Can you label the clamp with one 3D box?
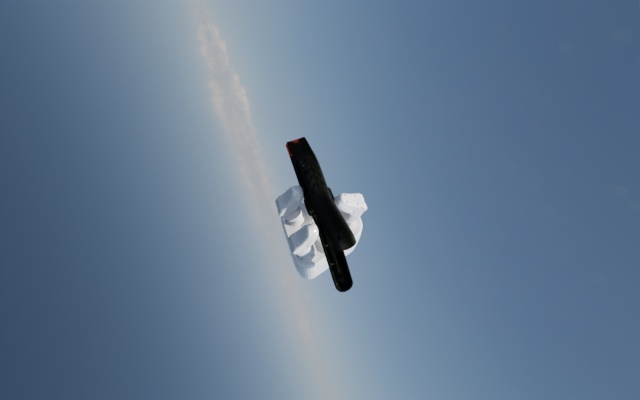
[{"bbox_3d":[0.001,0.001,0.602,0.036,0.210,0.165,-18,-20,-8],"label":"clamp"}]
